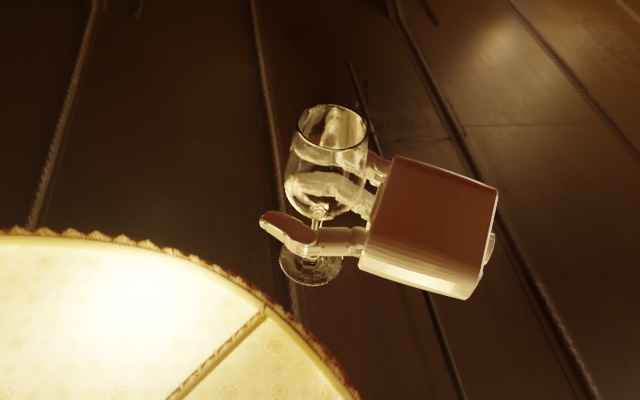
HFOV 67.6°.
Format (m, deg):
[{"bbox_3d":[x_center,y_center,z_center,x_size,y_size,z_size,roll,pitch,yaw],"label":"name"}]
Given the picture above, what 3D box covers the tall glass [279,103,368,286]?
[{"bbox_3d":[0.000,0.002,0.479,0.079,0.079,0.201,0,-41,-7],"label":"tall glass"}]
